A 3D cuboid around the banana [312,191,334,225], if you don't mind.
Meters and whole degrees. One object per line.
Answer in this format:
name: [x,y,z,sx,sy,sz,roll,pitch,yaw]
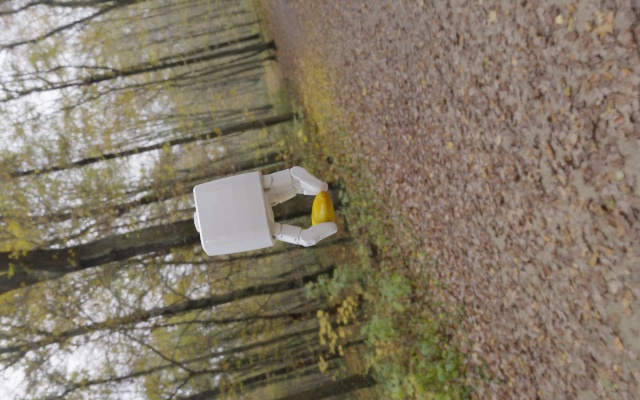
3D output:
banana: [0.003,0.021,0.798,0.037,0.069,0.198,-8,0,0]
